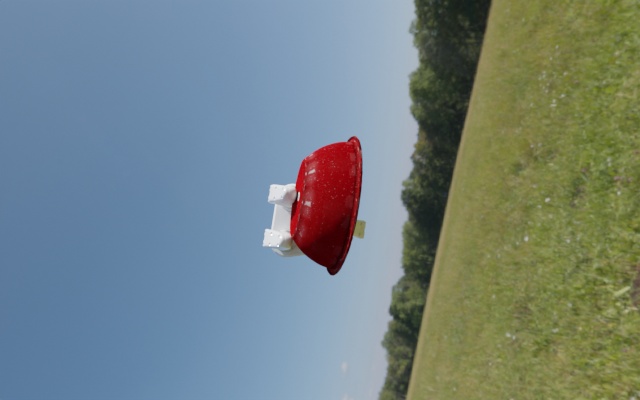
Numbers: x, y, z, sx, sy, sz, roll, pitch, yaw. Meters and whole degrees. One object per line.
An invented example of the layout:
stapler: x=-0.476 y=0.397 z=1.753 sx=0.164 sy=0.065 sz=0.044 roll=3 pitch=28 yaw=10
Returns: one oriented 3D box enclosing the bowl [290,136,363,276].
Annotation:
bowl: x=0.000 y=0.001 z=0.544 sx=0.055 sy=0.162 sz=0.162 roll=9 pitch=-2 yaw=-9
